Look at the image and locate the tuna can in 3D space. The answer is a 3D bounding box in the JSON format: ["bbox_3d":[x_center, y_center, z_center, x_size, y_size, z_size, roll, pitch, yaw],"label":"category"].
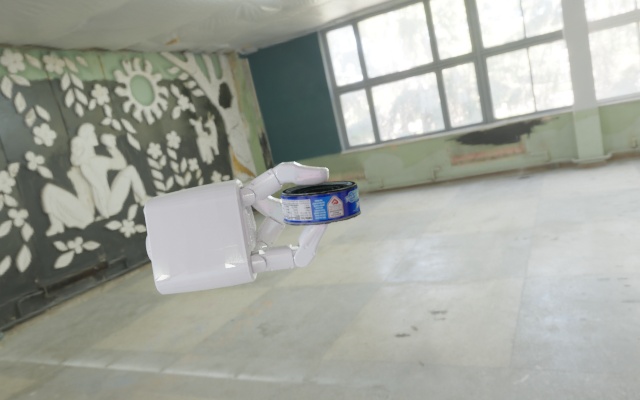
[{"bbox_3d":[0.000,0.001,0.521,0.086,0.034,0.086,-7,9,1],"label":"tuna can"}]
